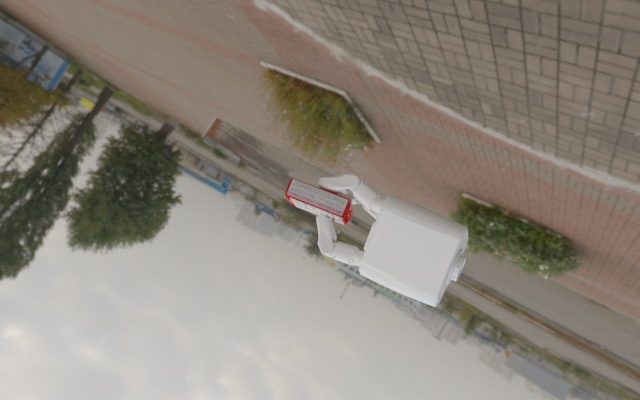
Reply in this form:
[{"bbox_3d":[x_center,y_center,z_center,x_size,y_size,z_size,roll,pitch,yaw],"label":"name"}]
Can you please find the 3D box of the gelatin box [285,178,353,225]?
[{"bbox_3d":[0.000,0.002,0.667,0.089,0.030,0.073,20,-8,9],"label":"gelatin box"}]
